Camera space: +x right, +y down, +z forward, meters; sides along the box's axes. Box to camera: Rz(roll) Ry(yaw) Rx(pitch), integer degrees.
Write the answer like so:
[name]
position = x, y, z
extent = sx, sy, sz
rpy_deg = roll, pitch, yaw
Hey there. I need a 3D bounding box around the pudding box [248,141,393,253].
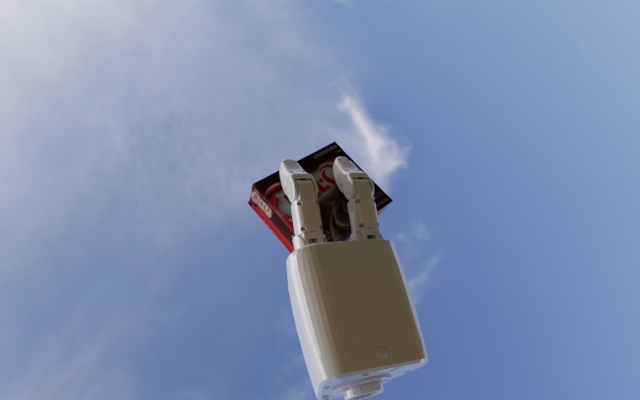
[pudding box]
position = 0.000, 0.002, 0.469
extent = 0.113, 0.090, 0.039
rpy_deg = -31, -19, -36
